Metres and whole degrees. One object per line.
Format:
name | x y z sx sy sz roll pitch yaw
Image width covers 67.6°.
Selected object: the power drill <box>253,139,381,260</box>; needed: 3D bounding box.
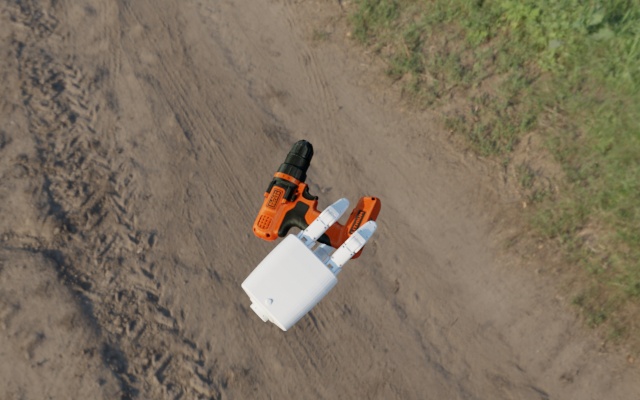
power drill | 0.000 0.003 0.786 0.187 0.184 0.057 20 -10 21
